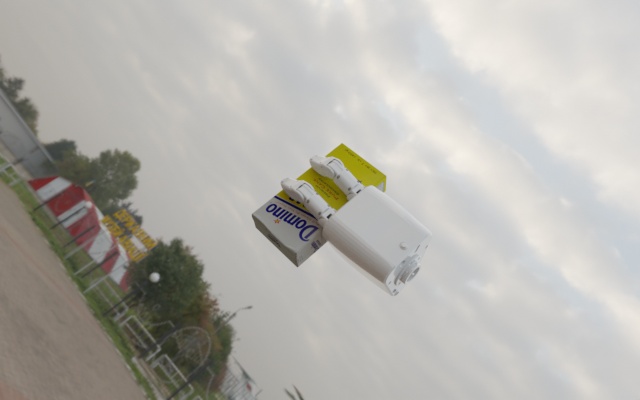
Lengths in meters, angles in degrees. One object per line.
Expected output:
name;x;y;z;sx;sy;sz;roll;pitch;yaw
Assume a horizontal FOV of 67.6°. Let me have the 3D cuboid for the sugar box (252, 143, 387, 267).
sugar box;0.000;0.002;0.674;0.093;0.176;0.048;39;-25;26
